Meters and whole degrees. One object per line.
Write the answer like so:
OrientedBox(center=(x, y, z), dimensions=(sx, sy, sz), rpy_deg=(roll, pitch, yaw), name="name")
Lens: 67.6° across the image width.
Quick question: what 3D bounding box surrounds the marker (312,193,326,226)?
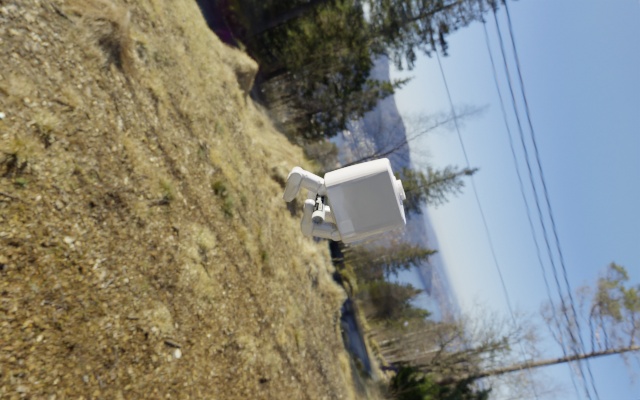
OrientedBox(center=(0.000, 0.003, 0.766), dimensions=(0.020, 0.020, 0.121), rpy_deg=(0, 28, 4), name="marker")
